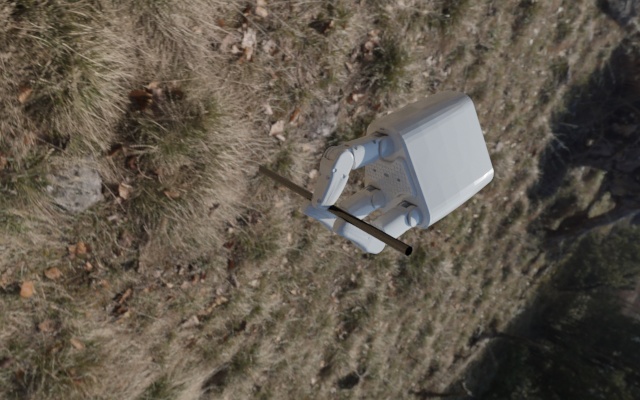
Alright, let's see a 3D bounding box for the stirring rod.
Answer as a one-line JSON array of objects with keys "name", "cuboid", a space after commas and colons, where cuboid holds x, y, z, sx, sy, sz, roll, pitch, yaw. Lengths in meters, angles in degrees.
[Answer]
[{"name": "stirring rod", "cuboid": [0.000, 0.001, 0.459, 0.011, 0.011, 0.239, 0, 18, -37]}]
